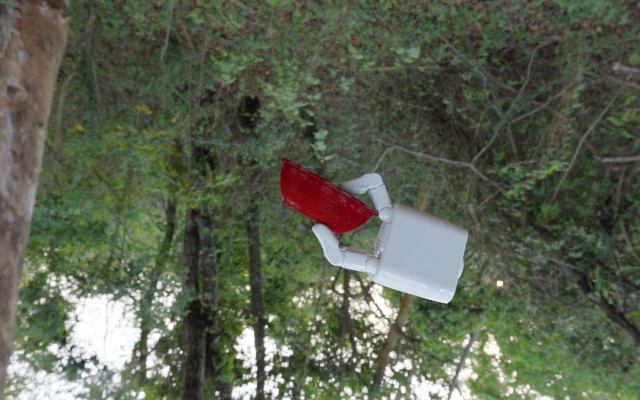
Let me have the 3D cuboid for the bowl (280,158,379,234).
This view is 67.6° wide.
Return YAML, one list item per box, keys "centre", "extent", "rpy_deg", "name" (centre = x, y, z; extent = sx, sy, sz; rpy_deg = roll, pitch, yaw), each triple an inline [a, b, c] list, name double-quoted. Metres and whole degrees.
- centre: [-0.001, 0.002, 0.683]
  extent: [0.162, 0.055, 0.162]
  rpy_deg: [31, -1, 0]
  name: "bowl"
